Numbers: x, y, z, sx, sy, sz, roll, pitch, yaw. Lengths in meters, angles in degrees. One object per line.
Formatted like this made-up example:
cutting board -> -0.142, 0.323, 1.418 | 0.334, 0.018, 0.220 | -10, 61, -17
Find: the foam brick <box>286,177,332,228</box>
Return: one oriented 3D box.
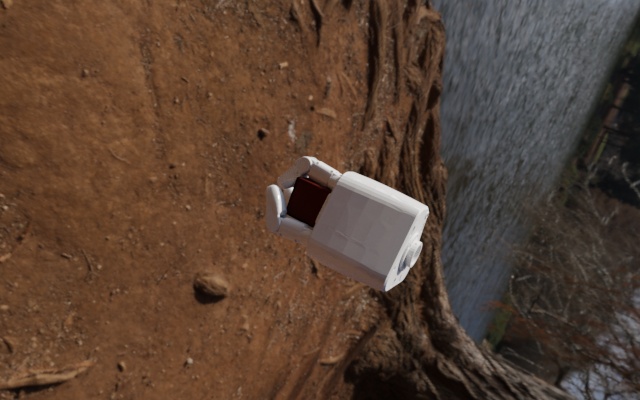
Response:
foam brick -> 0.000, 0.002, 0.621 | 0.051, 0.053, 0.078 | 25, 13, 23
